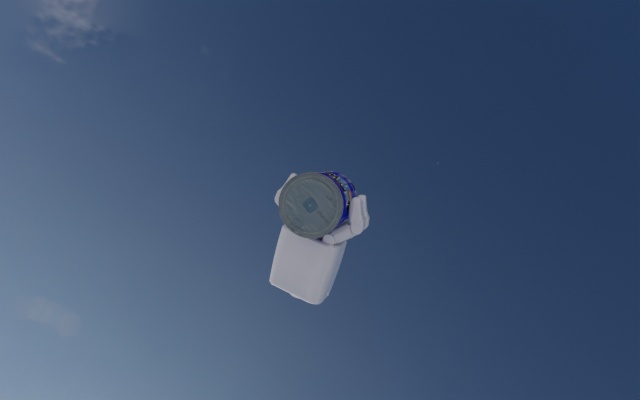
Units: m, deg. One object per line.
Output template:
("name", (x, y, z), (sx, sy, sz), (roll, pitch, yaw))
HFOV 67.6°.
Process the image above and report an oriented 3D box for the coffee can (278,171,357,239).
("coffee can", (0.000, 0.002, 0.798), (0.103, 0.103, 0.140), (0, 4, 14))
